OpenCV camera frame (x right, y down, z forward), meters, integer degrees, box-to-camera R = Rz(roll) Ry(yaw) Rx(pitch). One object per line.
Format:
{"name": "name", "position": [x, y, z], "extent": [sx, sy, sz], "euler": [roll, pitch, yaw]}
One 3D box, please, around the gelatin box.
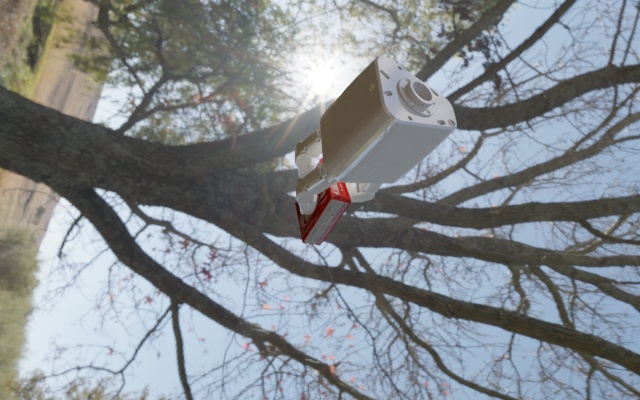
{"name": "gelatin box", "position": [0.000, 0.002, 0.614], "extent": [0.030, 0.073, 0.089], "euler": [12, -49, -25]}
